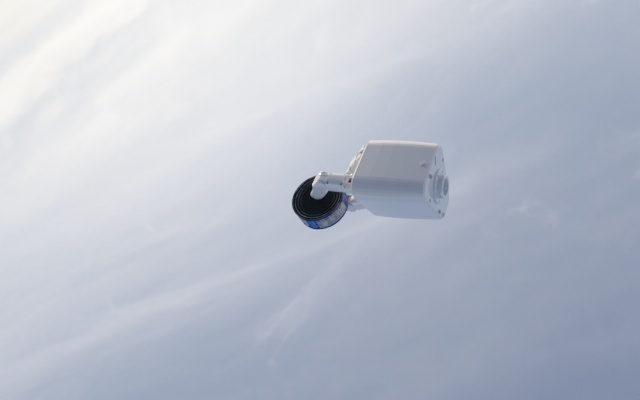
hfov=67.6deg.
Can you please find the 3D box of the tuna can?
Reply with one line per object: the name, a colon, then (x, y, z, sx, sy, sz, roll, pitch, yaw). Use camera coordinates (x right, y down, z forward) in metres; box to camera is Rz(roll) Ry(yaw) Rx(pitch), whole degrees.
tuna can: (0.000, 0.003, 0.755, 0.086, 0.086, 0.034, 0, -33, 26)
